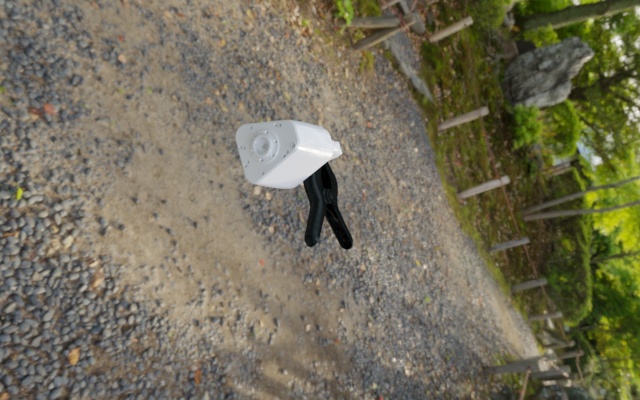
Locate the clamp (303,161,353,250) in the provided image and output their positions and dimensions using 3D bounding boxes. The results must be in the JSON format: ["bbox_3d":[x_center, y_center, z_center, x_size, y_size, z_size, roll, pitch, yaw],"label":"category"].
[{"bbox_3d":[0.001,0.002,0.785,0.039,0.171,0.120,-20,-9,26],"label":"clamp"}]
